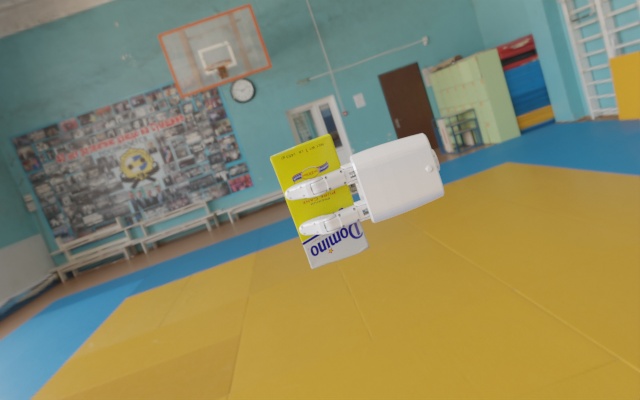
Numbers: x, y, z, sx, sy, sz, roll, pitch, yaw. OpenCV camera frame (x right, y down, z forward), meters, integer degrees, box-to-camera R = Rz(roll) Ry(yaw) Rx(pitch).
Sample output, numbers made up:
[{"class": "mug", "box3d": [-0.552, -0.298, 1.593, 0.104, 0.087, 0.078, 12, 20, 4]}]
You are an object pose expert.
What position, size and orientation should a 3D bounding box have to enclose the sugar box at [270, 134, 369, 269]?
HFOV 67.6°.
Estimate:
[{"class": "sugar box", "box3d": [0.000, 0.002, 0.694, 0.093, 0.176, 0.048, -20, 9, 1]}]
